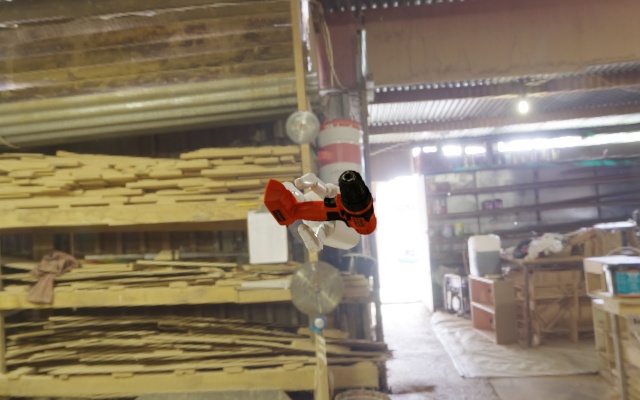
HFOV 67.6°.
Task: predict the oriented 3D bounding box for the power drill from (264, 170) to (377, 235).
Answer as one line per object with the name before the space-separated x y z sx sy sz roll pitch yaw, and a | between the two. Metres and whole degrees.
power drill | 0.000 0.003 0.836 0.187 0.057 0.184 4 -29 18
